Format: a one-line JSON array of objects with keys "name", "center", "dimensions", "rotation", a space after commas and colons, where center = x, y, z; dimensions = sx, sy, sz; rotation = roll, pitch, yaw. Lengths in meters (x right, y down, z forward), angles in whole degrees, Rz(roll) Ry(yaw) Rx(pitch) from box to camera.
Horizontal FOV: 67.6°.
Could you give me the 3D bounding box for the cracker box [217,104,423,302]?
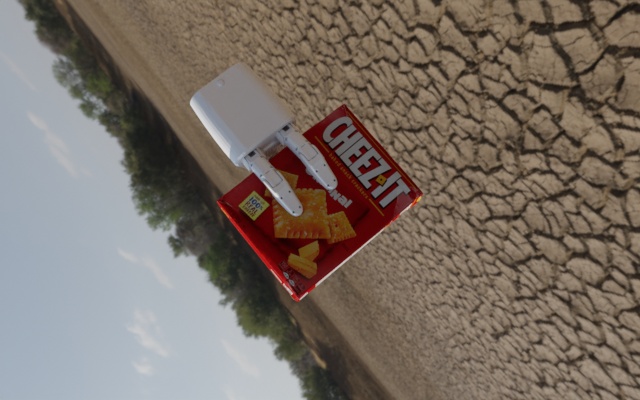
[{"name": "cracker box", "center": [0.000, 0.002, 0.631], "dimensions": [0.213, 0.164, 0.072], "rotation": [-39, -8, -9]}]
